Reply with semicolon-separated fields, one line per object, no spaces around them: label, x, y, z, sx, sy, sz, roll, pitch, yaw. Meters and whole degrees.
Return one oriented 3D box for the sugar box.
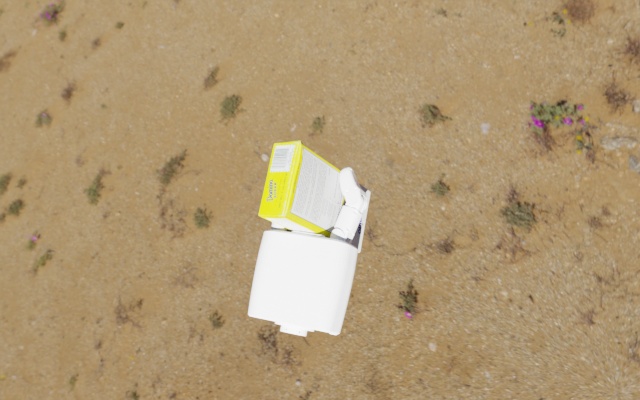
sugar box;0.000;0.002;0.605;0.048;0.093;0.176;2;-18;32
